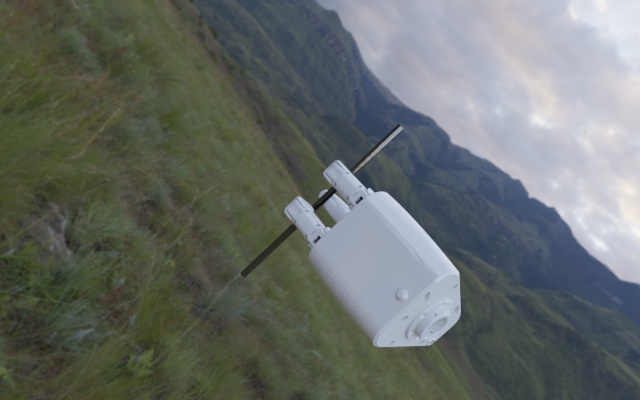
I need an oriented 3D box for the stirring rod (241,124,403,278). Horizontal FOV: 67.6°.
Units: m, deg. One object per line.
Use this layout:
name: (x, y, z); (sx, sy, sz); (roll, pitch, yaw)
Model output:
stirring rod: (0.000, 0.002, 0.528); (0.239, 0.011, 0.011); (-43, -4, 4)
